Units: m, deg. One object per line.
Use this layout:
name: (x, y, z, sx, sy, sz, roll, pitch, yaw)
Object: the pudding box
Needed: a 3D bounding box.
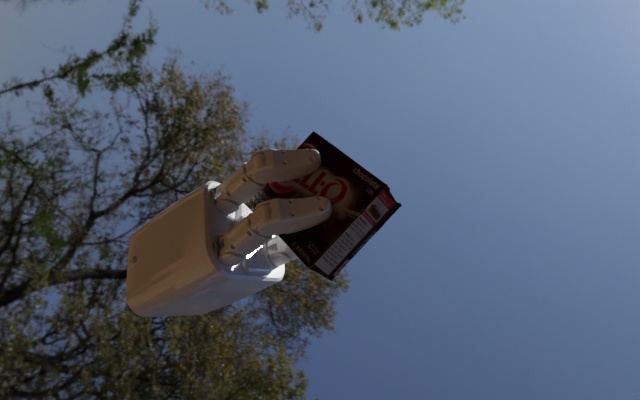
pudding box: (0.000, 0.001, 0.415, 0.113, 0.090, 0.039, 42, -1, 42)
